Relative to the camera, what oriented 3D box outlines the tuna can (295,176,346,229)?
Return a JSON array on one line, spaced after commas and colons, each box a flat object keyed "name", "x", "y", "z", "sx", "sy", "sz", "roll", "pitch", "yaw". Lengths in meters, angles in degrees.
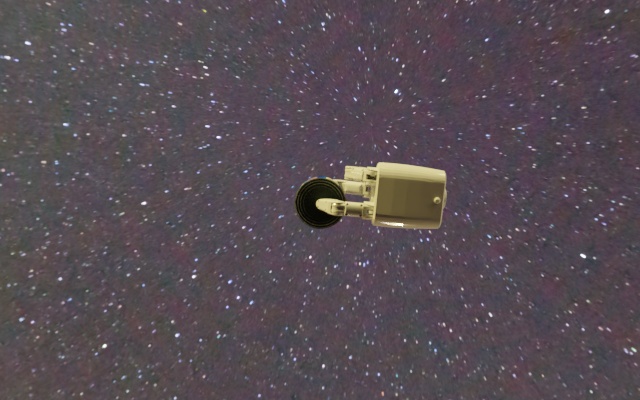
[{"name": "tuna can", "x": 0.000, "y": 0.003, "z": 0.804, "sx": 0.086, "sy": 0.086, "sz": 0.033, "roll": 0, "pitch": 9, "yaw": 1}]
